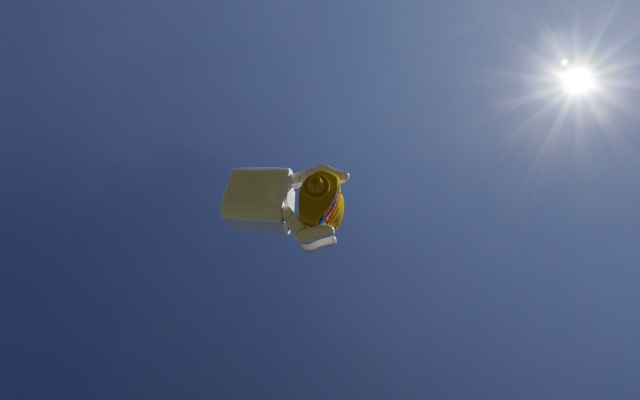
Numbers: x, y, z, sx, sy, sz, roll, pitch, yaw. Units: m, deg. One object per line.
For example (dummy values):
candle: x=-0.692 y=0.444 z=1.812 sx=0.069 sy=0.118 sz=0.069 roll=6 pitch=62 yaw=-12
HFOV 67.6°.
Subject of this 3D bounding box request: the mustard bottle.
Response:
mustard bottle: x=0.000 y=0.003 z=0.805 sx=0.058 sy=0.096 sz=0.192 roll=26 pitch=-15 yaw=15
